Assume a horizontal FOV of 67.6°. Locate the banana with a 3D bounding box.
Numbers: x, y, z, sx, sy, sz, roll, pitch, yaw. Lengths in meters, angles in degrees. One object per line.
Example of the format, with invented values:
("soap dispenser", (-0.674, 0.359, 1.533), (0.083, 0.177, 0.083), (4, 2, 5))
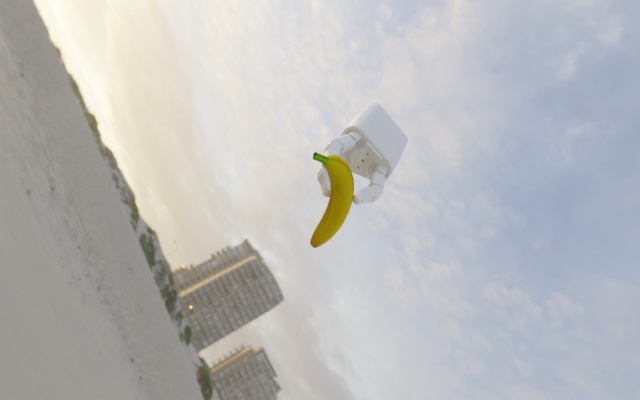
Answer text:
("banana", (0.019, -0.001, 0.772), (0.069, 0.198, 0.037), (-2, 39, -4))
